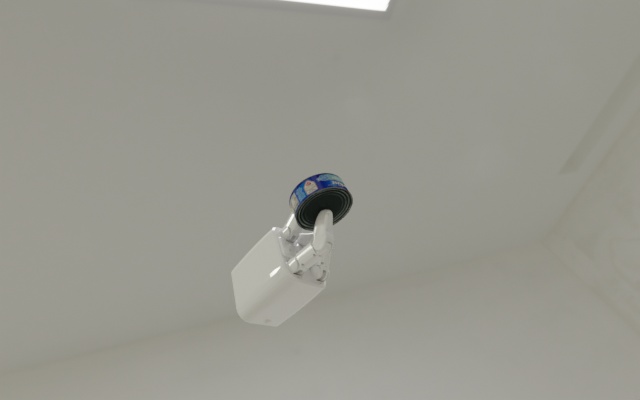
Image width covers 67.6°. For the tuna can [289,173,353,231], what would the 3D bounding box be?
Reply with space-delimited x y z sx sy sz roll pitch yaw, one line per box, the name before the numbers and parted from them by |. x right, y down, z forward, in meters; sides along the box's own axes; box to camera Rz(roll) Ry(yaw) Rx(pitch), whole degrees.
tuna can | 0.000 0.002 0.674 0.086 0.033 0.086 -17 -39 -14
